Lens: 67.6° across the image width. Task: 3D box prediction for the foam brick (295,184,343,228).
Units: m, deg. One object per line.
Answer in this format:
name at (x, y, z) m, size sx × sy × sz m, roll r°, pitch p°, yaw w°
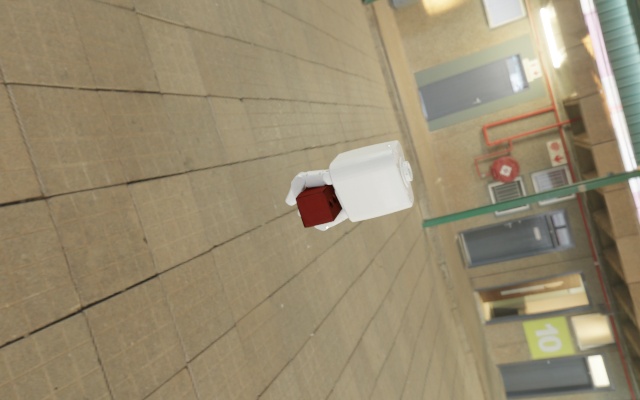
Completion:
foam brick at (0.000, 0.003, 0.778) m, size 0.051 × 0.053 × 0.078 m, roll -12°, pitch 16°, yaw 20°
